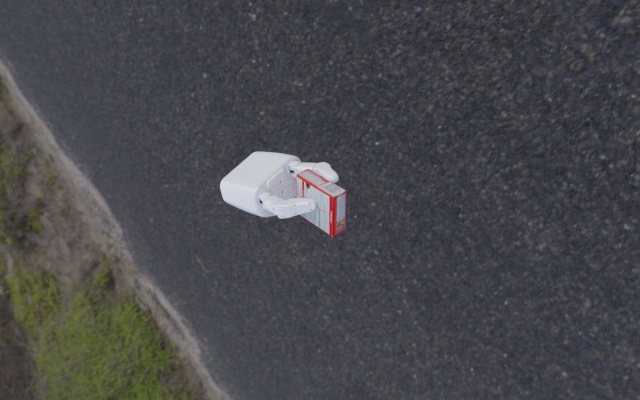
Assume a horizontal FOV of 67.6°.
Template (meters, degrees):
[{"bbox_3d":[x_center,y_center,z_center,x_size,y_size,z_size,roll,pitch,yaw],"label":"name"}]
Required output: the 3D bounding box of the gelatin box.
[{"bbox_3d":[0.000,0.003,0.728,0.030,0.073,0.089,-25,41,-33],"label":"gelatin box"}]
